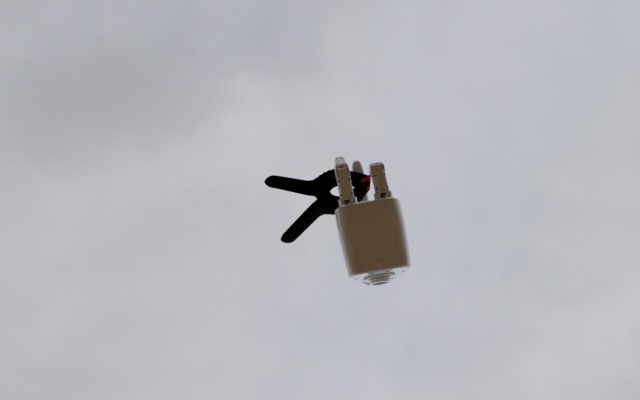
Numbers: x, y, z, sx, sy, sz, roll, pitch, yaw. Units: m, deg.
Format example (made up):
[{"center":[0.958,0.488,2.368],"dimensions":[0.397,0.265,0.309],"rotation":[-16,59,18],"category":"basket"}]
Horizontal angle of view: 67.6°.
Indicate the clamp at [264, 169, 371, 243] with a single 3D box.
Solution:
[{"center":[0.000,0.003,0.758],"dimensions":[0.171,0.120,0.039],"rotation":[-10,-21,1],"category":"clamp"}]
